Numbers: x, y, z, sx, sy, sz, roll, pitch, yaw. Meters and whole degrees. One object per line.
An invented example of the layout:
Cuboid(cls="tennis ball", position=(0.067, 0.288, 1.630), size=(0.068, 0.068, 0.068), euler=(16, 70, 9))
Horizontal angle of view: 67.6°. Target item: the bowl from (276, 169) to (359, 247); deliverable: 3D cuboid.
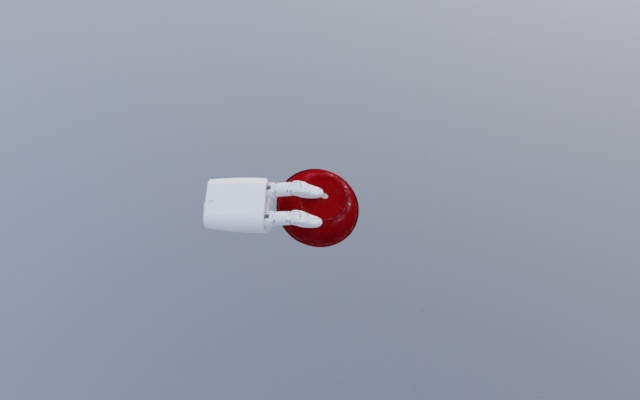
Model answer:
Cuboid(cls="bowl", position=(0.002, 0.003, 0.893), size=(0.162, 0.162, 0.055), euler=(0, -22, -12))
